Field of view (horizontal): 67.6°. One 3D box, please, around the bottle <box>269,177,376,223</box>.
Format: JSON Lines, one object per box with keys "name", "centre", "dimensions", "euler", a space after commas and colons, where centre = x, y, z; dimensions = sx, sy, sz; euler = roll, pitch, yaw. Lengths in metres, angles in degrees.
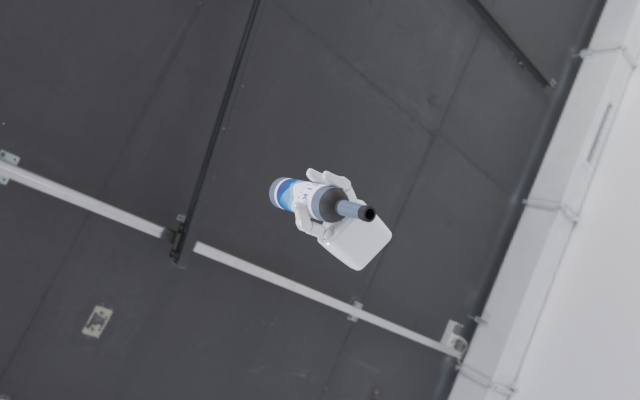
{"name": "bottle", "centre": [0.000, 0.003, 0.899], "dimensions": [0.069, 0.069, 0.295], "euler": [0, 8, -34]}
